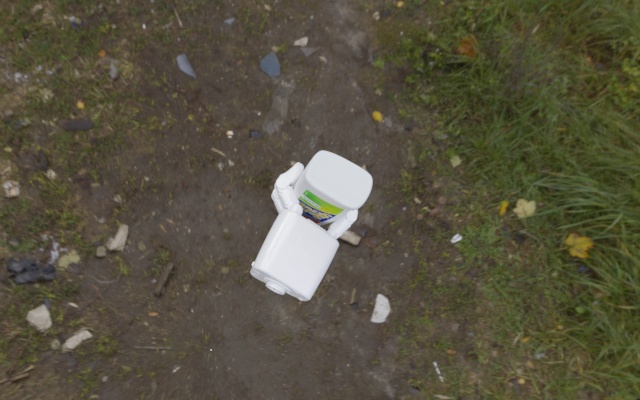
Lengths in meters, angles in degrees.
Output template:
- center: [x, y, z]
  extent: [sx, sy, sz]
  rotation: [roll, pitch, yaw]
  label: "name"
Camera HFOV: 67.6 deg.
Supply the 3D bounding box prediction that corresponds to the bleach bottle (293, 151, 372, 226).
- center: [0.000, 0.003, 0.805]
  extent: [0.102, 0.068, 0.251]
  rotation: [29, -21, -3]
  label: "bleach bottle"
